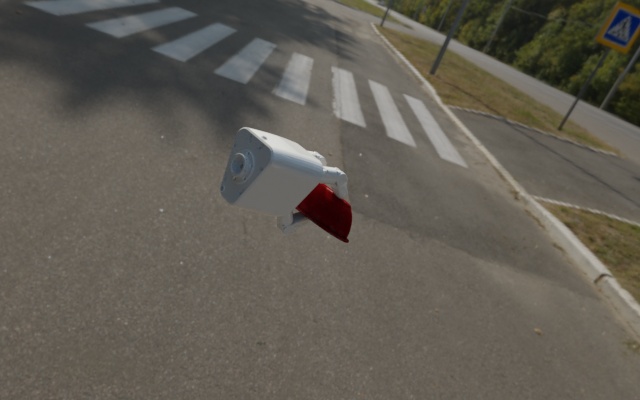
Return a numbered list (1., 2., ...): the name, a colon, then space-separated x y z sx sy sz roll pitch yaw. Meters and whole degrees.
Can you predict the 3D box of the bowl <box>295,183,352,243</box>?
1. bowl: 0.001 0.003 0.822 0.162 0.055 0.162 38 4 -3
